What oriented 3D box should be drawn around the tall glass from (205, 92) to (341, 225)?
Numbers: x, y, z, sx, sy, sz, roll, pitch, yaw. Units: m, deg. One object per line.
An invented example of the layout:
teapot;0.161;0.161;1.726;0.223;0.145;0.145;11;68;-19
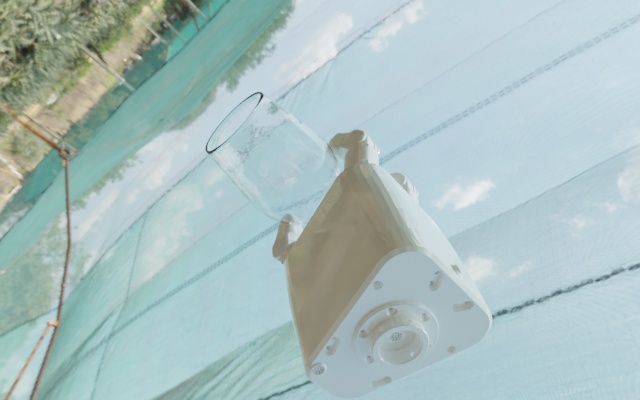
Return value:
tall glass;0.000;0.002;0.403;0.201;0.079;0.079;43;-22;-25
